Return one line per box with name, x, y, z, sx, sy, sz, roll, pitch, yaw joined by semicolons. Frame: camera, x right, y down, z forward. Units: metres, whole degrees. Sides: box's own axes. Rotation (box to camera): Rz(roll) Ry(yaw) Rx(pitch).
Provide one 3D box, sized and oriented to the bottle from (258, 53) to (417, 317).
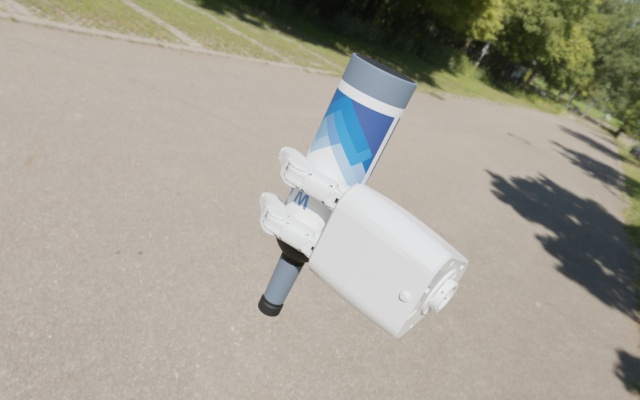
bottle;0.000;0.001;0.493;0.069;0.296;0.069;22;22;-9
